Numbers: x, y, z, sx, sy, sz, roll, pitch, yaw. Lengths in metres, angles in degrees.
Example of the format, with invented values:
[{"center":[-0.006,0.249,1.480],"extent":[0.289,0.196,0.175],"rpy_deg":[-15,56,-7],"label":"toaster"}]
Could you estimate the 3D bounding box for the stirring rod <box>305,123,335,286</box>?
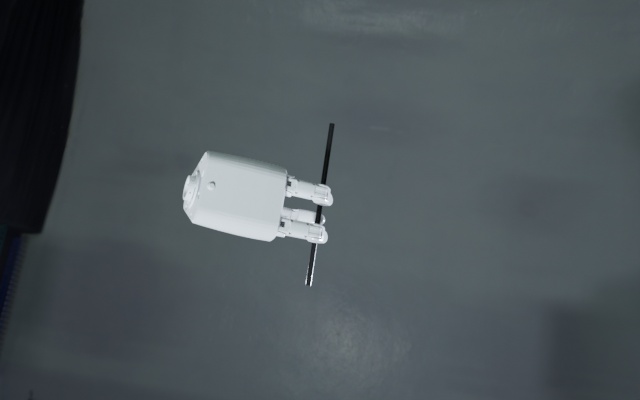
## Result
[{"center":[0.000,0.002,0.692],"extent":[0.011,0.239,0.011],"rpy_deg":[8,-11,2],"label":"stirring rod"}]
